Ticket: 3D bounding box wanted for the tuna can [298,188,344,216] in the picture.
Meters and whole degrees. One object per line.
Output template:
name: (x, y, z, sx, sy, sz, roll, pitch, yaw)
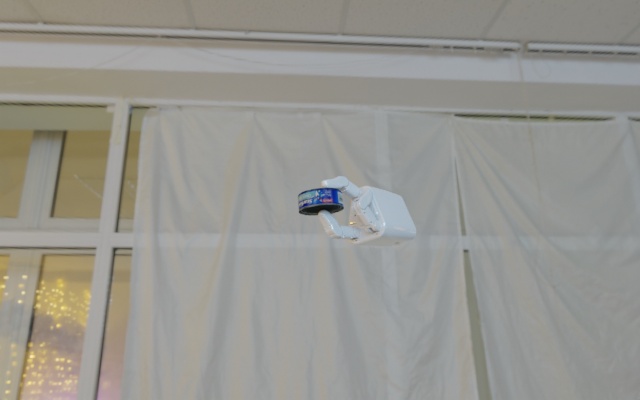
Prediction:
tuna can: (0.000, 0.002, 0.900, 0.086, 0.033, 0.086, -5, -14, -1)
